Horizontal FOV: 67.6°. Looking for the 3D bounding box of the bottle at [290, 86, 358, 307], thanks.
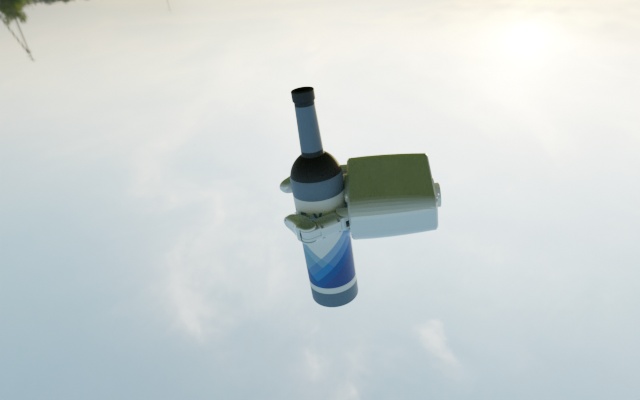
[{"bbox_3d":[0.000,0.002,0.613,0.069,0.296,0.069,-7,28,4],"label":"bottle"}]
